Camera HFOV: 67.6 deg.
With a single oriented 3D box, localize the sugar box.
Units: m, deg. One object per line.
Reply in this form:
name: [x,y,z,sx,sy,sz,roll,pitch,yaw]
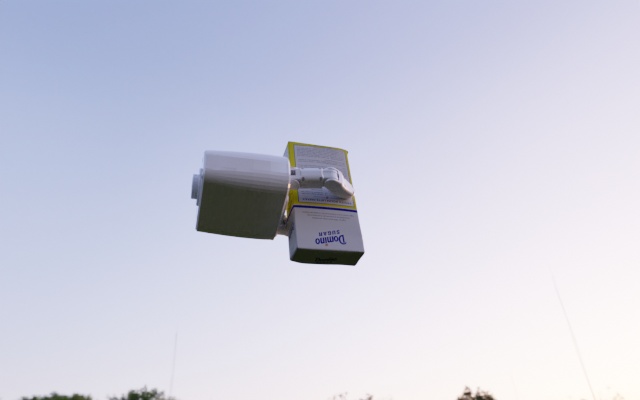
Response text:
sugar box: [0.000,0.002,0.654,0.093,0.176,0.048,6,-35,-16]
